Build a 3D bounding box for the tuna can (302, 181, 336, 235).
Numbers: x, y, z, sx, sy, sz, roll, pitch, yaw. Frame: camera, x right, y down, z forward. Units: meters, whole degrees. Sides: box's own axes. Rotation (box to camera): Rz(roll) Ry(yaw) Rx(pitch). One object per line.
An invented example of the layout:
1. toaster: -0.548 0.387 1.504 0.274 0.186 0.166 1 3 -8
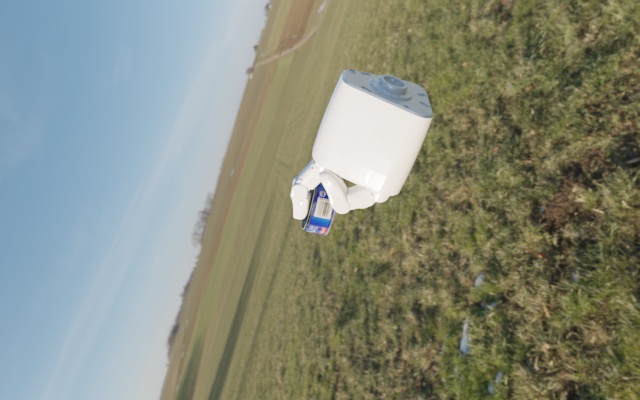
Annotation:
1. tuna can: 0.000 0.002 0.648 0.034 0.086 0.086 12 -2 -8
